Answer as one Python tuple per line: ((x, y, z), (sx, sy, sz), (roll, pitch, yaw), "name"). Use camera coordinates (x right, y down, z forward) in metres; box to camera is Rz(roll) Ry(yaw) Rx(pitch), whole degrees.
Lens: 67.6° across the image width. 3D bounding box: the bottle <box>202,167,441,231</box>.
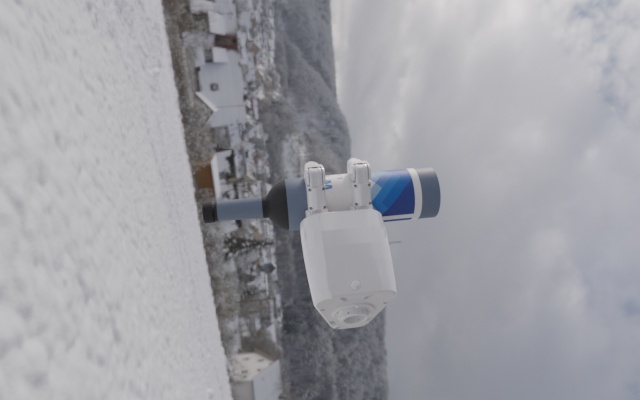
((0.000, 0.002, 0.611), (0.296, 0.069, 0.069), (-5, 0, -6), "bottle")
